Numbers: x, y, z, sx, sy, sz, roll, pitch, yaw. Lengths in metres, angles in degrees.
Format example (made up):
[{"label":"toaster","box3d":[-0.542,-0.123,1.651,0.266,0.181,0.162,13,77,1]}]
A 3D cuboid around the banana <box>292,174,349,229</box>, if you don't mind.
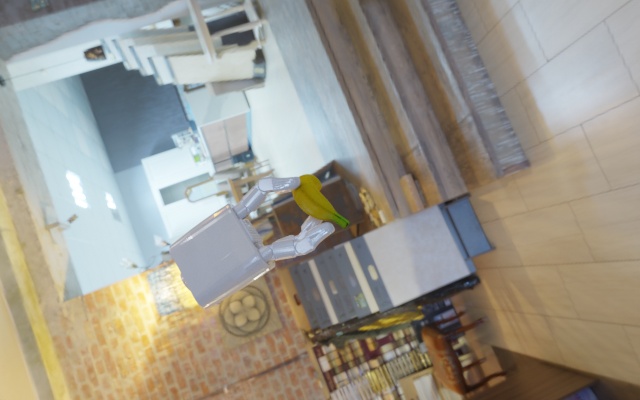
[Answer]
[{"label":"banana","box3d":[-0.013,-0.008,0.718,0.070,0.037,0.197,39,8,-21]}]
